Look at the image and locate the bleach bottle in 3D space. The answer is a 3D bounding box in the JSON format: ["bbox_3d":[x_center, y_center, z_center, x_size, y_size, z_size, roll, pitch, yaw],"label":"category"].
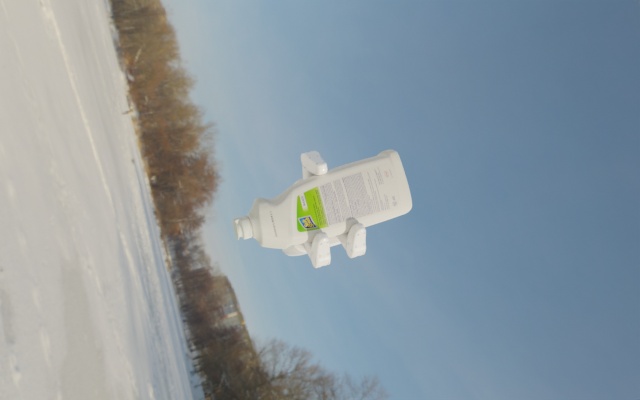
[{"bbox_3d":[0.000,0.002,0.675,0.251,0.102,0.068,-14,-6,-18],"label":"bleach bottle"}]
